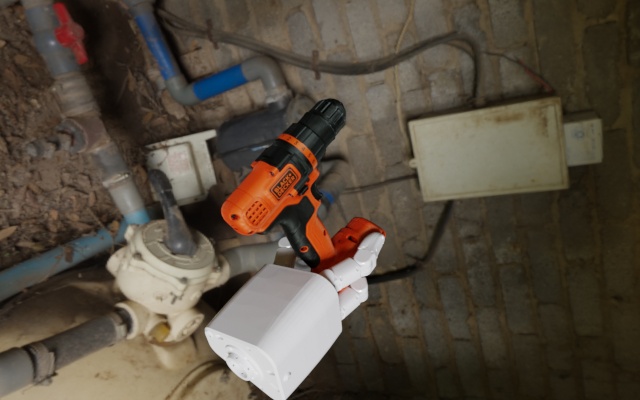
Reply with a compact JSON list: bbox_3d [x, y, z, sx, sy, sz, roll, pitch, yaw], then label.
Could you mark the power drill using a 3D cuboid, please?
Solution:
[{"bbox_3d":[0.000,0.002,0.555,0.057,0.184,0.188,20,-25,54],"label":"power drill"}]
